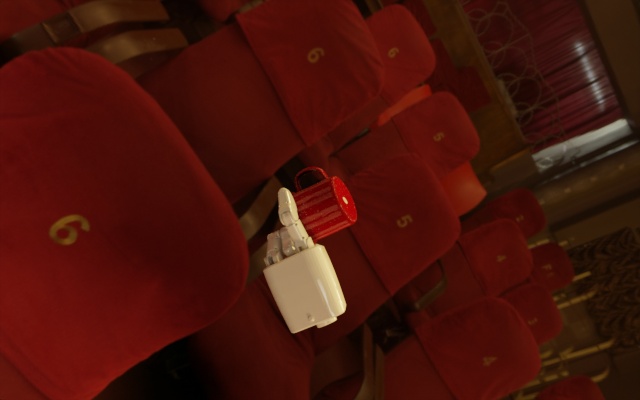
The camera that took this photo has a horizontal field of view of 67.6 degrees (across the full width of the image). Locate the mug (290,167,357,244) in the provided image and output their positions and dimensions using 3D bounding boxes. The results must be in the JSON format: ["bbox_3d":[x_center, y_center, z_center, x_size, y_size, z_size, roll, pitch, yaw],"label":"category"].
[{"bbox_3d":[0.000,0.001,0.754,0.081,0.117,0.093,-25,-7,18],"label":"mug"}]
